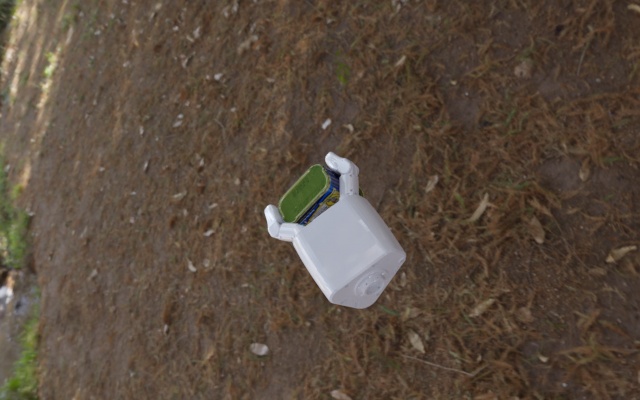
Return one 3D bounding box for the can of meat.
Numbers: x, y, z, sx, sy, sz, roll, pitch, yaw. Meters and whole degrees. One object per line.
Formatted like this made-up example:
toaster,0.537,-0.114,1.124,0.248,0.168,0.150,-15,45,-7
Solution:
can of meat,0.000,0.002,0.705,0.084,0.102,0.057,24,27,-47
